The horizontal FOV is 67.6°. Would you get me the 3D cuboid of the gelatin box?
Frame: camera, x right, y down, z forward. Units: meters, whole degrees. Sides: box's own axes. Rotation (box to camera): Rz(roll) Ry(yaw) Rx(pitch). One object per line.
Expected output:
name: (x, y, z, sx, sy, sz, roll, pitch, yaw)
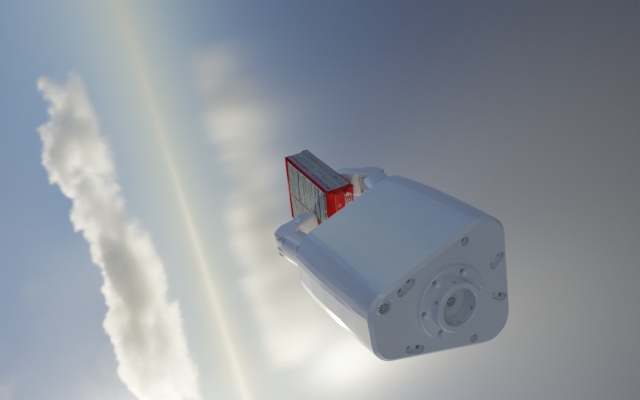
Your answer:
gelatin box: (-0.001, 0.002, 0.464, 0.030, 0.073, 0.089, -21, 36, -23)
